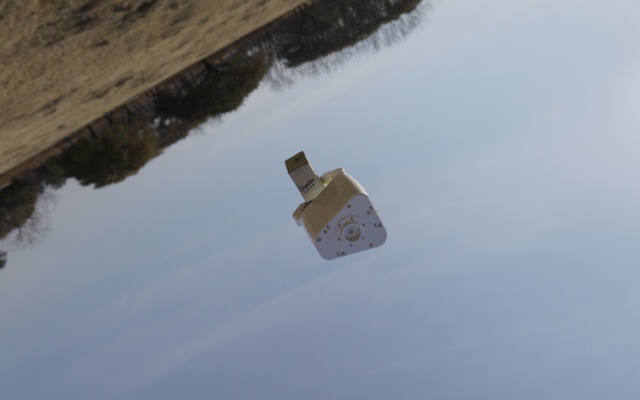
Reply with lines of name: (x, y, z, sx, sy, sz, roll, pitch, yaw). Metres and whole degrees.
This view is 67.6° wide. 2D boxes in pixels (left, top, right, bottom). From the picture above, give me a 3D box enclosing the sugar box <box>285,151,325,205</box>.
sugar box: (0.001, 0.003, 0.846, 0.048, 0.176, 0.093, -28, 20, 1)
